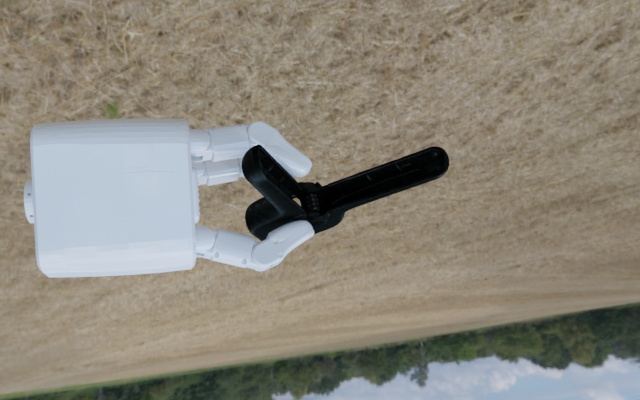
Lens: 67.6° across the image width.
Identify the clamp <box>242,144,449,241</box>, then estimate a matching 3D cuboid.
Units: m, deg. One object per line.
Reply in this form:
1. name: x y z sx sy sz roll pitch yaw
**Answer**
1. clamp: 0.000 0.002 0.419 0.164 0.036 0.210 -4 -18 -19
